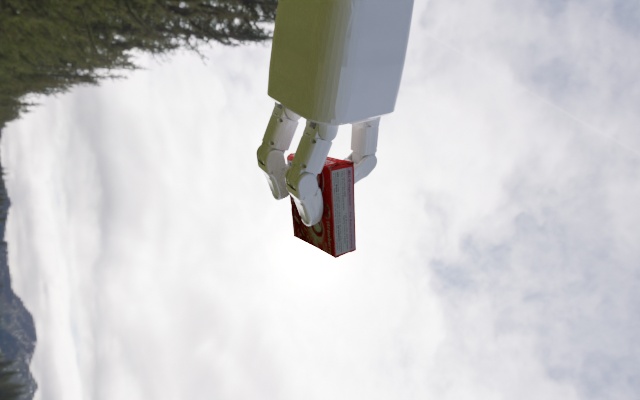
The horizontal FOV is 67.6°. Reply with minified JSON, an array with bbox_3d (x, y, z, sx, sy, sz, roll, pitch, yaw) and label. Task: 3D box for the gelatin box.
[{"bbox_3d":[0.000,0.002,0.458,0.030,0.089,0.073,-15,21,-32],"label":"gelatin box"}]
